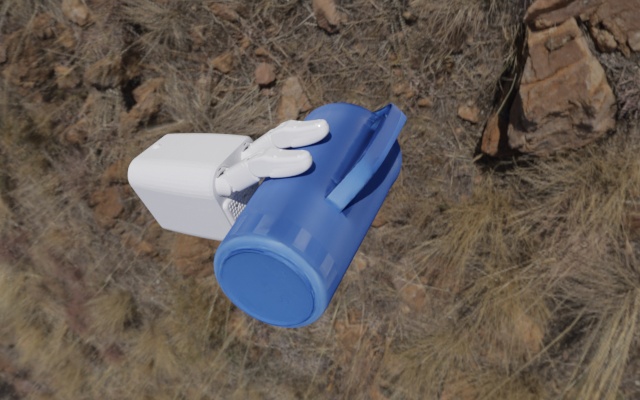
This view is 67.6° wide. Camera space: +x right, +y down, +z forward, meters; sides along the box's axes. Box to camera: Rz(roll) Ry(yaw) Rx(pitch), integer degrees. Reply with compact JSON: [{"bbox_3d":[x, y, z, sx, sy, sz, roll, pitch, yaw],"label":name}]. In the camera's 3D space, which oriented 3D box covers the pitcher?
[{"bbox_3d":[0.000,0.002,0.488,0.145,0.149,0.242,7,37,19],"label":"pitcher"}]
